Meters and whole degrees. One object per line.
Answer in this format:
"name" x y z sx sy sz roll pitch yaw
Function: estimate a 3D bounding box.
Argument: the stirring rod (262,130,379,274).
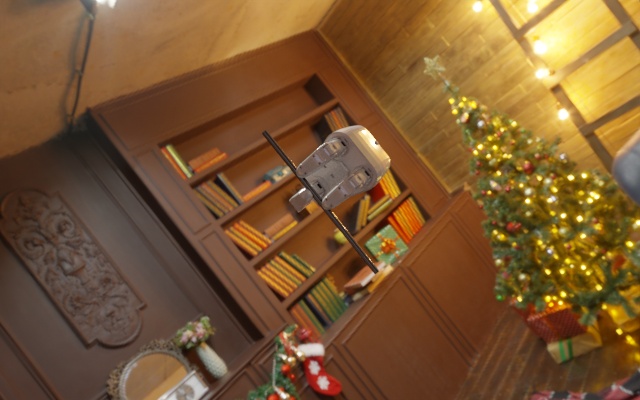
"stirring rod" 0.000 0.002 0.637 0.011 0.239 0.011 -39 -1 -1
